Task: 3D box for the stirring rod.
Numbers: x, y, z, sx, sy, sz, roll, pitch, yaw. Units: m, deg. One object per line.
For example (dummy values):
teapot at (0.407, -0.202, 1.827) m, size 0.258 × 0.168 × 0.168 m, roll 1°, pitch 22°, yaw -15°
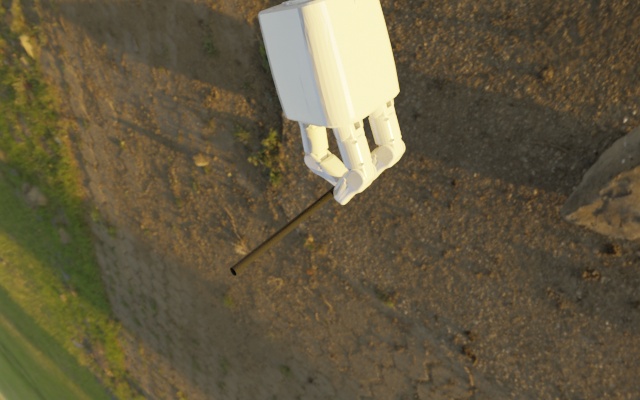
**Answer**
stirring rod at (0.000, 0.001, 0.478) m, size 0.011 × 0.011 × 0.239 m, roll 0°, pitch 29°, yaw 45°
